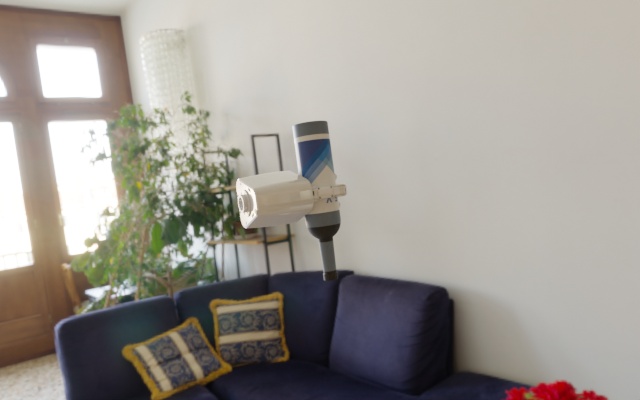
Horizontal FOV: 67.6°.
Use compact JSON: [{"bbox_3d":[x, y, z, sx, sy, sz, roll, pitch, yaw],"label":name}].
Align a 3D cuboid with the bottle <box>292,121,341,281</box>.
[{"bbox_3d":[0.000,0.003,0.894,0.069,0.296,0.069,-8,2,0],"label":"bottle"}]
